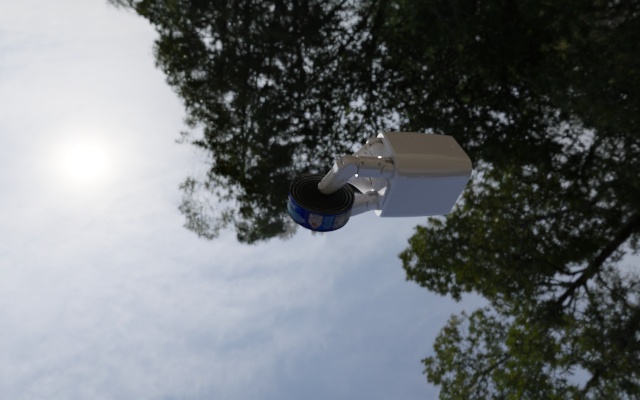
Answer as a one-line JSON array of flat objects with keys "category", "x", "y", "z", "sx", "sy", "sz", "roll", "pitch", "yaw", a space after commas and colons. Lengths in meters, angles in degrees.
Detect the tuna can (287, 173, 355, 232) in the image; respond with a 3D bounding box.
[{"category": "tuna can", "x": 0.000, "y": 0.002, "z": 0.624, "sx": 0.086, "sy": 0.034, "sz": 0.086, "roll": 7, "pitch": 37, "yaw": -5}]
